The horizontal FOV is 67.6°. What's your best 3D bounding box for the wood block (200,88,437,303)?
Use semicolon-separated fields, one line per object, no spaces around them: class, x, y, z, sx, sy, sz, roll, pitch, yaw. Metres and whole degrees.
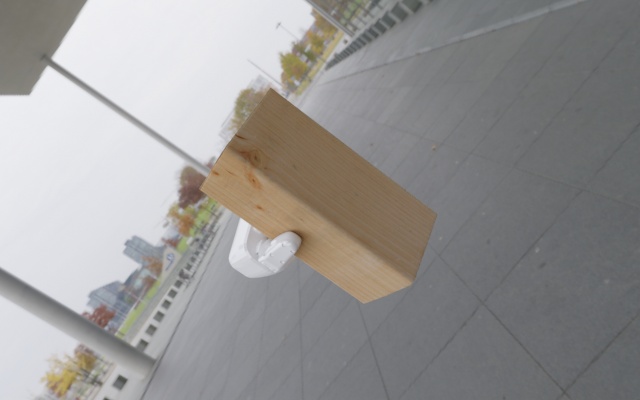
wood block;0.000;0.002;0.472;0.206;0.090;0.090;36;-35;-10
